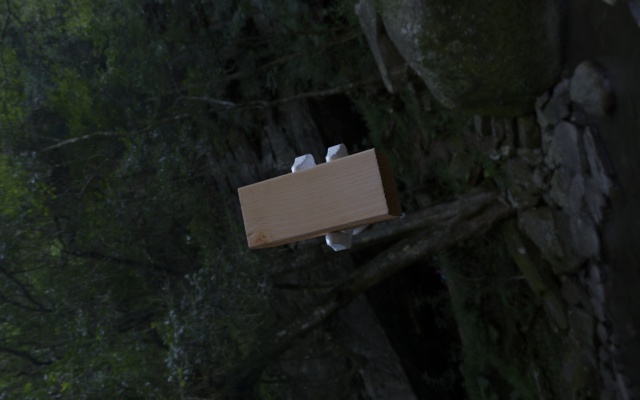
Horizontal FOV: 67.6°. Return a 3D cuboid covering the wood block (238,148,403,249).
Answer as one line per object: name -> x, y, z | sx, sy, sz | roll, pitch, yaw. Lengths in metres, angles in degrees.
wood block -> 0.000, 0.003, 0.680 | 0.206, 0.091, 0.090 | -15, -8, 20
